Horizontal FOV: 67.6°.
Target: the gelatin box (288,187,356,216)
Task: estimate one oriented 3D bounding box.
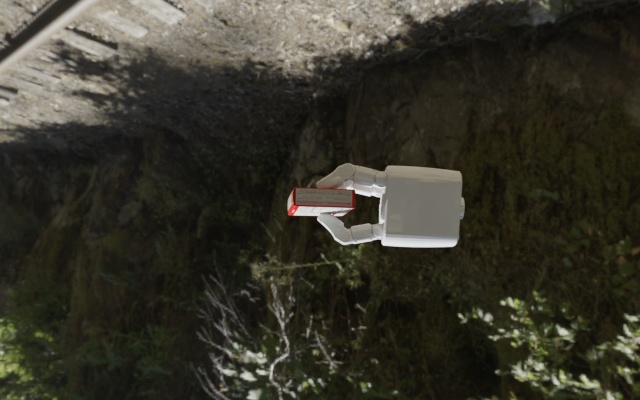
[{"bbox_3d":[0.000,0.003,0.694,0.089,0.030,0.073,1,-11,-10],"label":"gelatin box"}]
